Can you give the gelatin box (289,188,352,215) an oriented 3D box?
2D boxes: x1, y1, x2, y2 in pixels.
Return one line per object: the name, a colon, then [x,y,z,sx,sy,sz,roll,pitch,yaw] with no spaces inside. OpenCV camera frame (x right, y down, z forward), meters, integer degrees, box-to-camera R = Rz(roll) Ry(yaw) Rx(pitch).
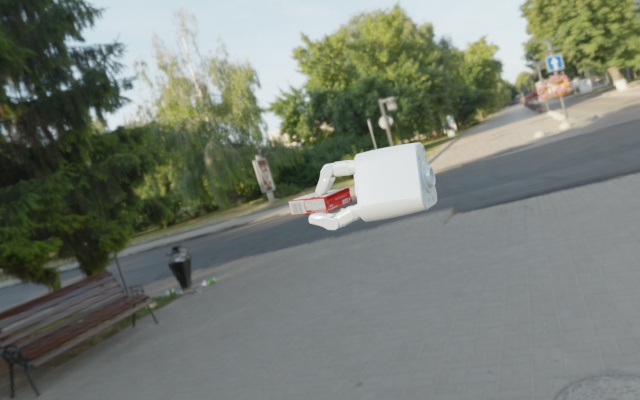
gelatin box: [0.000,0.002,0.855,0.089,0.030,0.073,-6,10,40]
